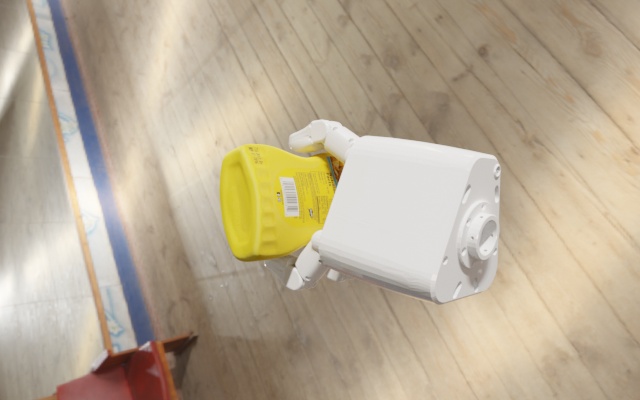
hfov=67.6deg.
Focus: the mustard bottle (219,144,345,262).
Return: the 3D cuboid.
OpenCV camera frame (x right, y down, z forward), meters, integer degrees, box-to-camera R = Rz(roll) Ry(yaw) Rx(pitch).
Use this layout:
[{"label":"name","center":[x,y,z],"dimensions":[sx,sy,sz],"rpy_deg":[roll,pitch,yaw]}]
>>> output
[{"label":"mustard bottle","center":[0.000,0.001,0.453],"dimensions":[0.191,0.096,0.058],"rpy_deg":[-1,-12,-45]}]
